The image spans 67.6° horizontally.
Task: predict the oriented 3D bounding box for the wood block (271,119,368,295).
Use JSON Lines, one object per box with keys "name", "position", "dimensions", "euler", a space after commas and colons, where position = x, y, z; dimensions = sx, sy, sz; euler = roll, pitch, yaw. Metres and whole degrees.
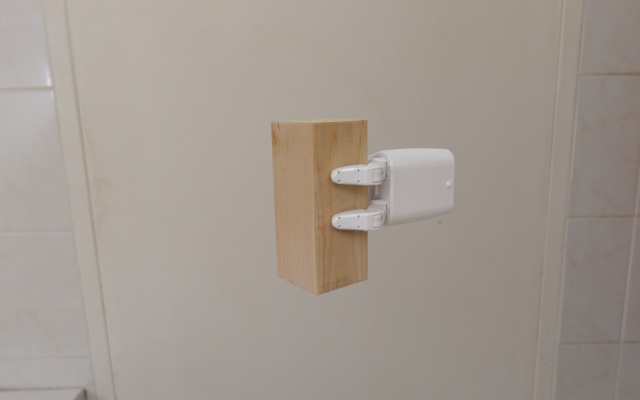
{"name": "wood block", "position": [0.000, 0.002, 0.612], "dimensions": [0.090, 0.206, 0.091], "euler": [-10, 15, -36]}
